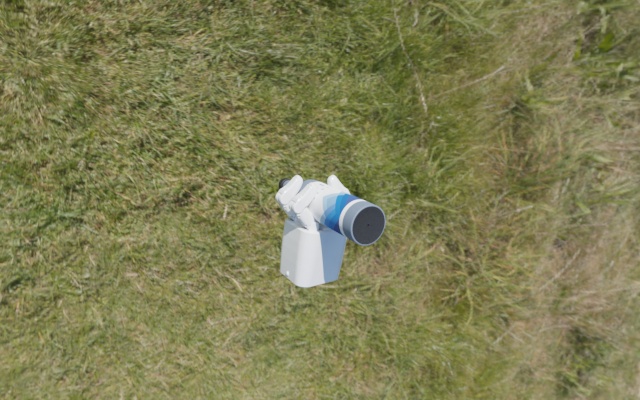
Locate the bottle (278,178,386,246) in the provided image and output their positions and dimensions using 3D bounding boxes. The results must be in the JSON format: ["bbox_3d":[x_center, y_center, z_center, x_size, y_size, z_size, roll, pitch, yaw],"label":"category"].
[{"bbox_3d":[0.000,0.003,0.858,0.069,0.069,0.295,0,14,-32],"label":"bottle"}]
